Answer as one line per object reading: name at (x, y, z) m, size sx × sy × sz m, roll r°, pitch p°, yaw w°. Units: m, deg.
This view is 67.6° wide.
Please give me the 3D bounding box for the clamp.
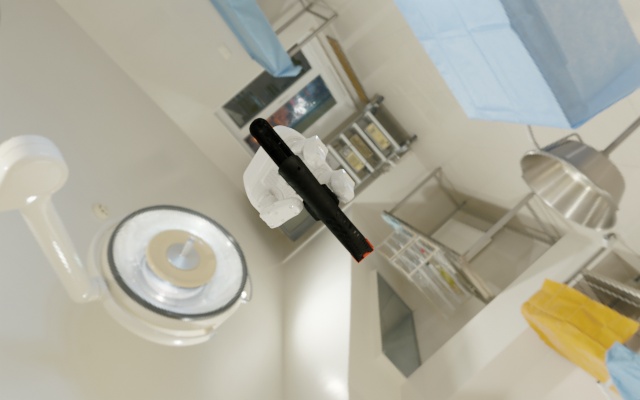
clamp at (0.000, 0.003, 0.540) m, size 0.036 × 0.210 × 0.164 m, roll -39°, pitch 23°, yaw 1°
